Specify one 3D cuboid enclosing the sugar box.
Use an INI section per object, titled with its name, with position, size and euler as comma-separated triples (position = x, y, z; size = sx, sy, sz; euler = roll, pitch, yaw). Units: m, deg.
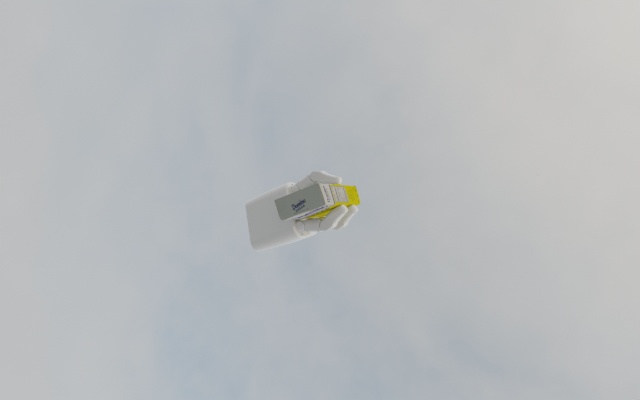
[sugar box]
position = 0.000, 0.003, 0.882
size = 0.093, 0.048, 0.176
euler = -21, -6, 24
